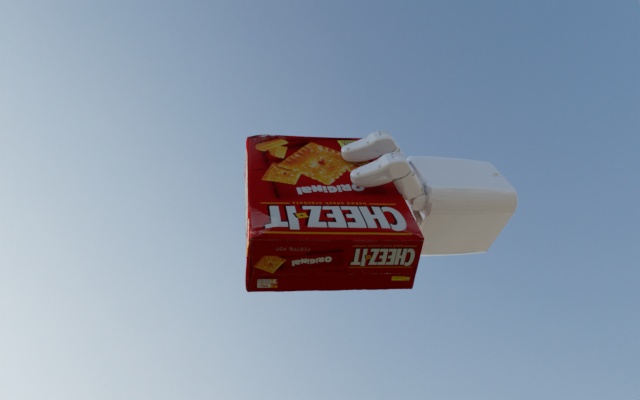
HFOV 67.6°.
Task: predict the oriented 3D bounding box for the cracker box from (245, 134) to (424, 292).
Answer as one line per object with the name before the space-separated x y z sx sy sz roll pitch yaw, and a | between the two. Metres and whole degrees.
cracker box | 0.000 0.002 0.524 0.164 0.072 0.213 0 32 -10
